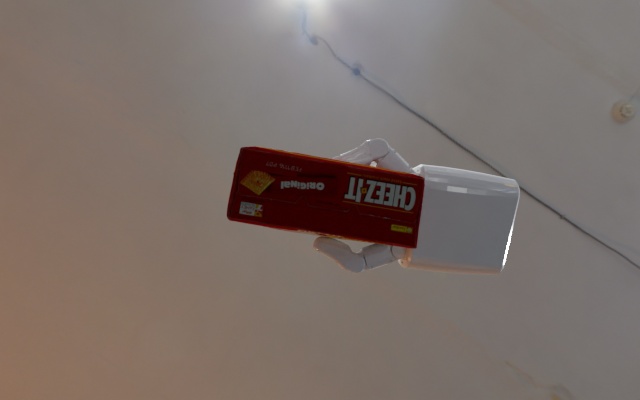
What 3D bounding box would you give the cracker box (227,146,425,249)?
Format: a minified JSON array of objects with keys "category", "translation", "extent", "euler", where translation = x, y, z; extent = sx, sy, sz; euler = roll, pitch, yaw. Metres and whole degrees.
[{"category":"cracker box","translation":[0.000,0.002,0.505],"extent":[0.164,0.072,0.214],"euler":[9,-4,-3]}]
